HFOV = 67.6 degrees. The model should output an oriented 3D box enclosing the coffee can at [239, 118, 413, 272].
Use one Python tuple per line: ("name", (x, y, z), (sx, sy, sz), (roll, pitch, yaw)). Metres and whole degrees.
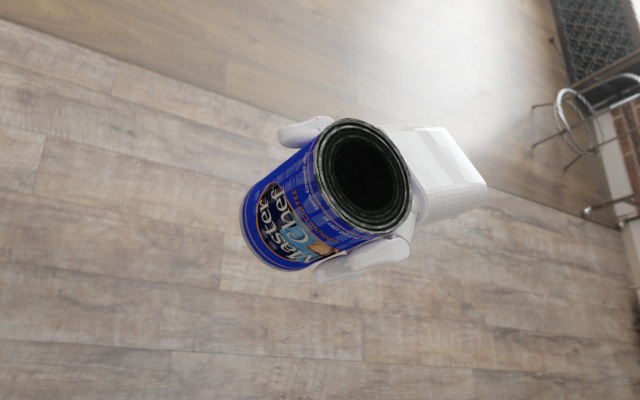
("coffee can", (0.000, 0.001, 0.443), (0.103, 0.102, 0.140), (0, -19, -35))
